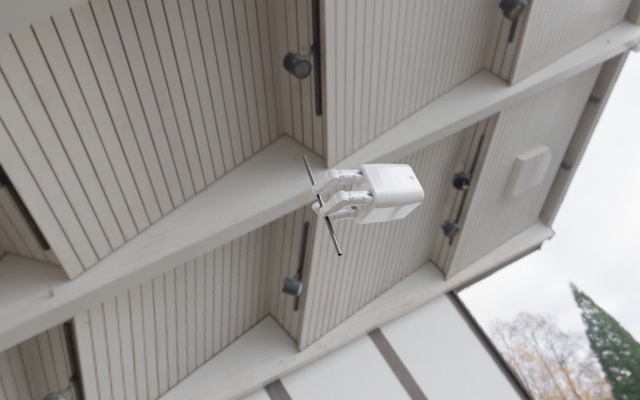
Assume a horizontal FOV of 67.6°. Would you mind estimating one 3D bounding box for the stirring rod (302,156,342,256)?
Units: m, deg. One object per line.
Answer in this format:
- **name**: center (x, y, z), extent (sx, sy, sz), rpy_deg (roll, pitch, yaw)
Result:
- **stirring rod**: center (0.000, 0.003, 0.891), extent (0.011, 0.239, 0.011), rpy_deg (-13, -38, -10)
